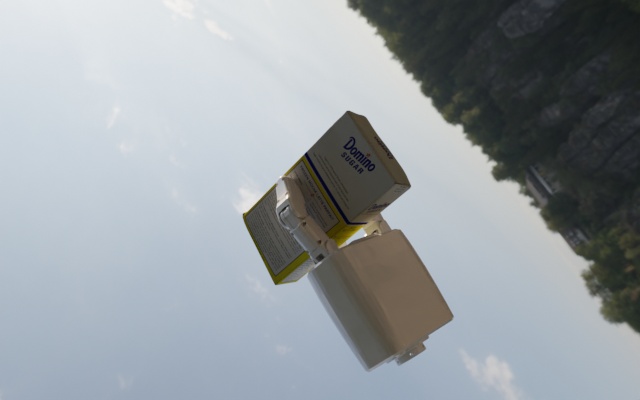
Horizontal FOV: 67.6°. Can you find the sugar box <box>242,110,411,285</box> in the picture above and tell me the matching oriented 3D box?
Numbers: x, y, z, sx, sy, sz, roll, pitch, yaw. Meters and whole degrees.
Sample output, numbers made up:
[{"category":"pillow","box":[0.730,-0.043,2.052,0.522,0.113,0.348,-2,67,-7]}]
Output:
[{"category":"sugar box","box":[0.000,0.002,0.495,0.176,0.093,0.048,-40,-23,25]}]
